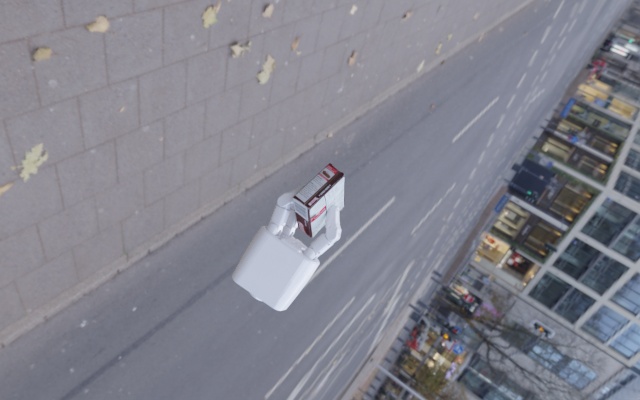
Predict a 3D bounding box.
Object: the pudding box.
[{"bbox_3d":[0.000,0.003,0.812,0.039,0.090,0.114,38,-21,19],"label":"pudding box"}]
